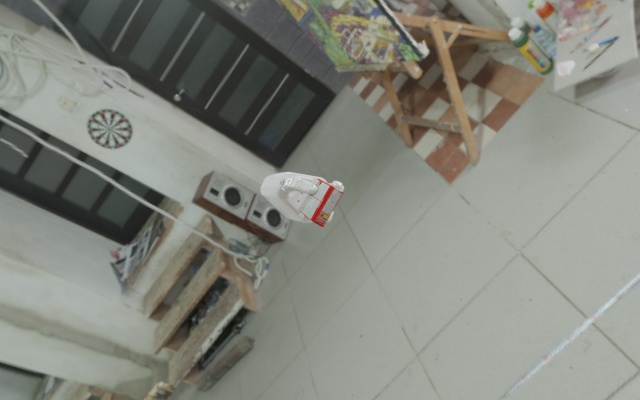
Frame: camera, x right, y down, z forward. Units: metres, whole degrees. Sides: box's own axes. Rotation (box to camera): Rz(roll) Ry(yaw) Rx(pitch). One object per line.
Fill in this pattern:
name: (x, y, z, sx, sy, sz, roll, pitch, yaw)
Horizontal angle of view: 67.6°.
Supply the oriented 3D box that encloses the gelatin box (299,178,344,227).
gelatin box: (0.000, 0.003, 0.880, 0.030, 0.073, 0.089, 30, 1, -21)
